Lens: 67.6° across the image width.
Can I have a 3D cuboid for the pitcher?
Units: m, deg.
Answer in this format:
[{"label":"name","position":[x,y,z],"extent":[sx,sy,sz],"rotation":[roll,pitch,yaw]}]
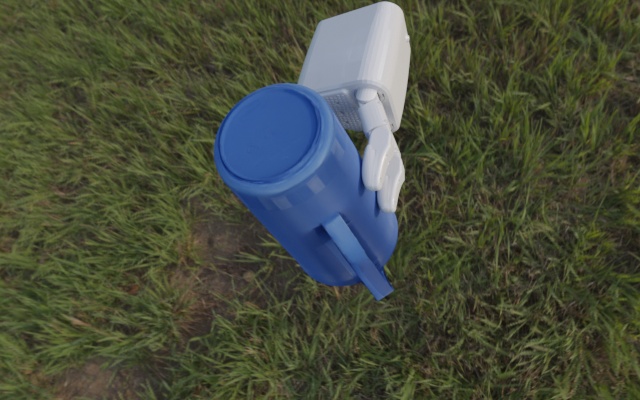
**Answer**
[{"label":"pitcher","position":[0.000,0.001,0.483],"extent":[0.149,0.145,0.243],"rotation":[8,-21,22]}]
